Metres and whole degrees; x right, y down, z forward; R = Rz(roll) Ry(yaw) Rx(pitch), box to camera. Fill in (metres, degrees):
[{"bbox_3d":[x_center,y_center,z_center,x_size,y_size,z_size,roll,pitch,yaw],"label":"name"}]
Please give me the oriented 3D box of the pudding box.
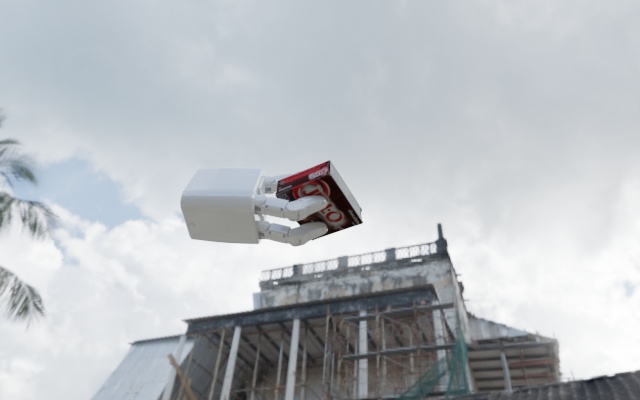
[{"bbox_3d":[0.000,0.002,0.712,0.090,0.039,0.113,-20,-48,21],"label":"pudding box"}]
